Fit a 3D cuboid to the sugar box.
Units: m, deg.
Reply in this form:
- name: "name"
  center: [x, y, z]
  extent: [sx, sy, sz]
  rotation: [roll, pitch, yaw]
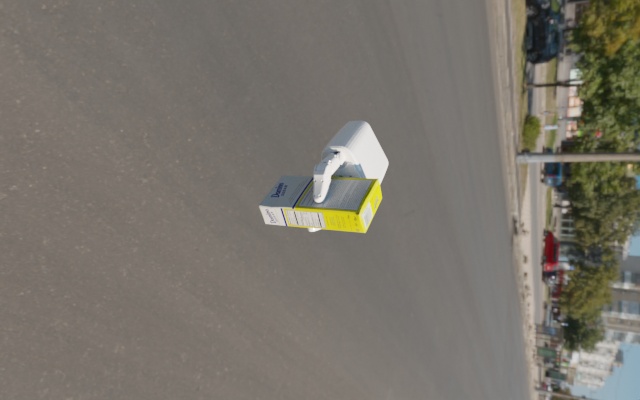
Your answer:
- name: "sugar box"
  center: [0.000, 0.003, 0.767]
  extent: [0.176, 0.048, 0.093]
  rotation: [2, 37, 27]
